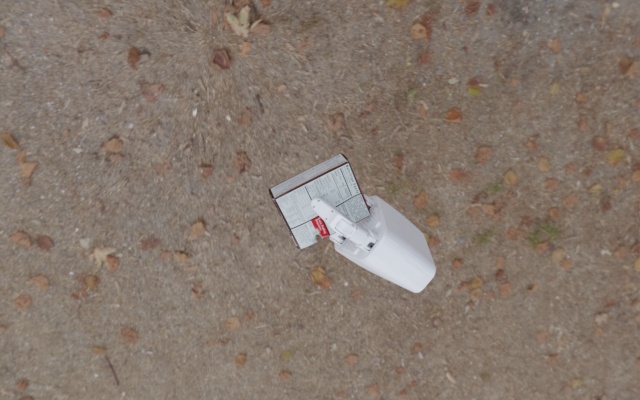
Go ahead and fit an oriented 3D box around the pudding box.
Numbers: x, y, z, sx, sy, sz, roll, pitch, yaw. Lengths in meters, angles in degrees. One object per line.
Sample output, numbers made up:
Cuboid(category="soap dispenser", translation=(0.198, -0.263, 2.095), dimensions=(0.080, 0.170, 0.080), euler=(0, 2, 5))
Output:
Cuboid(category="pudding box", translation=(0.000, 0.002, 0.637), dimensions=(0.113, 0.090, 0.039), euler=(-27, 27, -5))
